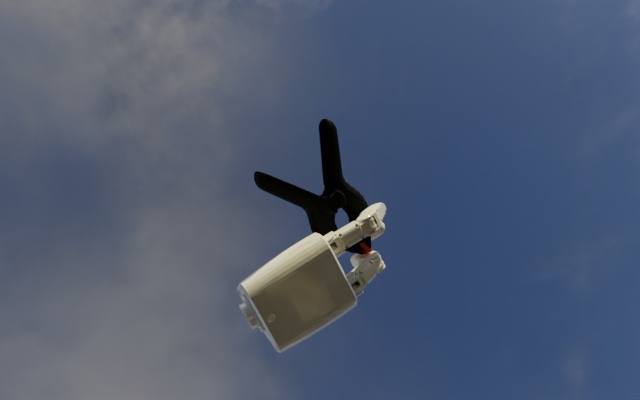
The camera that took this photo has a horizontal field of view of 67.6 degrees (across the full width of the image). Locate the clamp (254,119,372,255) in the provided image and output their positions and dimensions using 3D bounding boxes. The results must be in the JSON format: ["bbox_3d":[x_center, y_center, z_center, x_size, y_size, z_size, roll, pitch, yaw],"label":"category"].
[{"bbox_3d":[0.000,0.002,0.572,0.120,0.171,0.039,-31,12,-17],"label":"clamp"}]
